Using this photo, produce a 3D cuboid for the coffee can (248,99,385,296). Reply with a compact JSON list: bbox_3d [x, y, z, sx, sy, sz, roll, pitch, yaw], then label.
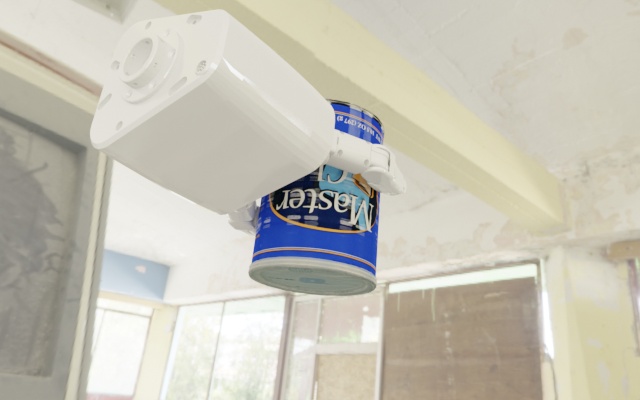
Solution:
[{"bbox_3d":[0.000,0.002,0.406,0.103,0.140,0.103,5,-21,2],"label":"coffee can"}]
